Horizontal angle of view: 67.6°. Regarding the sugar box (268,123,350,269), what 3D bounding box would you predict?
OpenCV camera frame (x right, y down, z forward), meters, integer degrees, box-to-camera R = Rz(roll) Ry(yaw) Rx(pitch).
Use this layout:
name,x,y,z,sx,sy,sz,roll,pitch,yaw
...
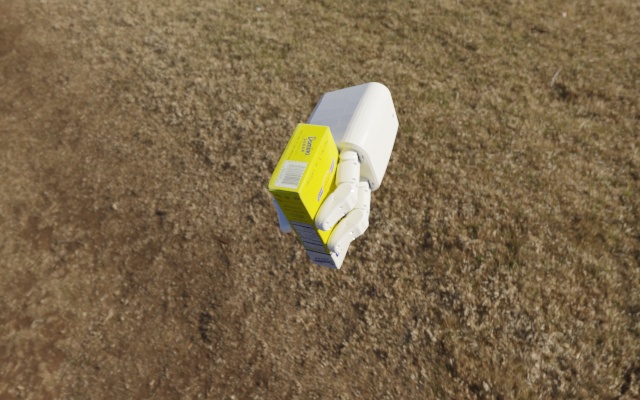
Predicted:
name,x,y,z,sx,sy,sz,roll,pitch,yaw
sugar box,0.001,0.002,0.574,0.048,0.093,0.176,9,-30,27
